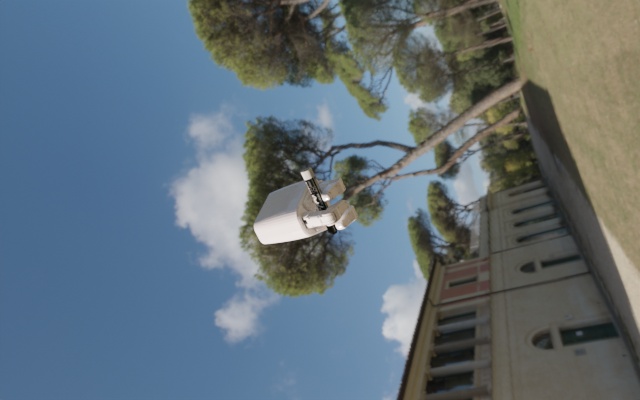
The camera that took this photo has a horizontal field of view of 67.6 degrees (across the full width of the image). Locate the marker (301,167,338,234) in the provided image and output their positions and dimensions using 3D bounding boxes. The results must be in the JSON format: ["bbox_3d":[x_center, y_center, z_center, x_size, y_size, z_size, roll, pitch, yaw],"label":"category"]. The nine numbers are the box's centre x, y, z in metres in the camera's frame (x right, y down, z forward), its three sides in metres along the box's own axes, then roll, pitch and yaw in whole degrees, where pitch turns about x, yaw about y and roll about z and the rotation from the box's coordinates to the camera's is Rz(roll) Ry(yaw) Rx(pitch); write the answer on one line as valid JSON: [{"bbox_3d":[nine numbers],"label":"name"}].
[{"bbox_3d":[0.000,0.003,0.800,0.020,0.121,0.020,-23,14,6],"label":"marker"}]
